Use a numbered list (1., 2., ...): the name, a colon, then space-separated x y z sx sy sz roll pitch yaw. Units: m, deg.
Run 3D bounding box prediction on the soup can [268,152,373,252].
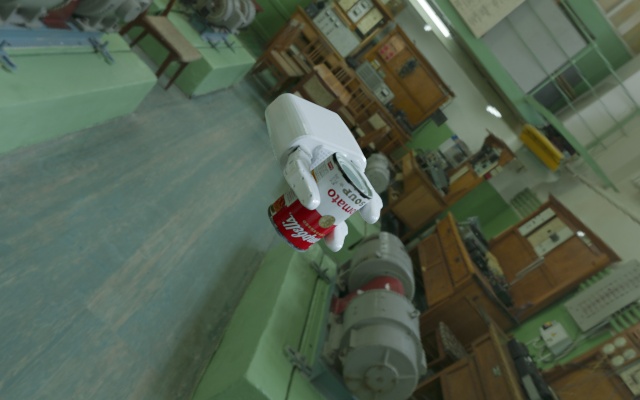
1. soup can: 0.000 0.002 0.540 0.102 0.068 0.068 -39 -13 17
